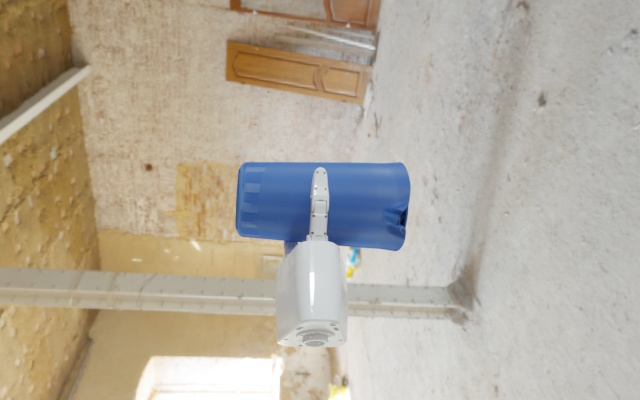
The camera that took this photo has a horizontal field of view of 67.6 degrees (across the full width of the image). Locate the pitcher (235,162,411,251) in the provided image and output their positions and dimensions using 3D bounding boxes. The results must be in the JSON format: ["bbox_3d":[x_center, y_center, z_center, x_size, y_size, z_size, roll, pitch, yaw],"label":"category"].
[{"bbox_3d":[0.000,0.002,0.708,0.243,0.145,0.149,3,-32,-8],"label":"pitcher"}]
